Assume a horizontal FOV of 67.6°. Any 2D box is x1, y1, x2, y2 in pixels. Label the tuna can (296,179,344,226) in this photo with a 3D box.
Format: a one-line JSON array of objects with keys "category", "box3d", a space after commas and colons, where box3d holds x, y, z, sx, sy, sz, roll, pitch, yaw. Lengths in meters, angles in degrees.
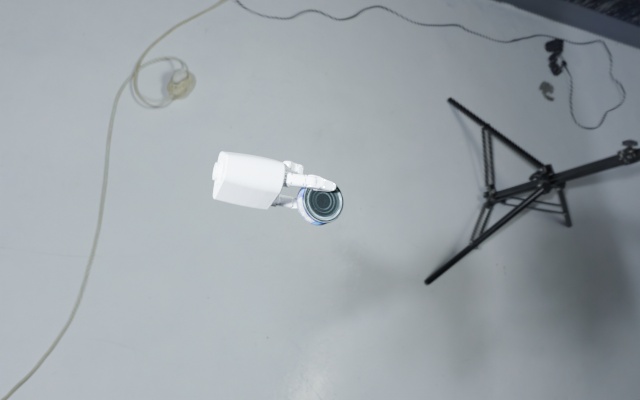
[{"category": "tuna can", "box3d": [0.000, 0.003, 0.896, 0.086, 0.086, 0.034, 0, -10, -25]}]
